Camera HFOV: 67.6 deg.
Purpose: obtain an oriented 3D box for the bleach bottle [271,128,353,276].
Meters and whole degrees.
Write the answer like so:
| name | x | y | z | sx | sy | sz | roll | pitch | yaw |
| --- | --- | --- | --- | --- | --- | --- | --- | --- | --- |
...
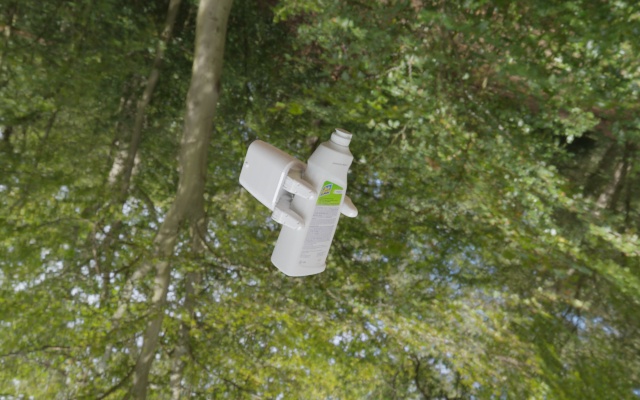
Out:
| name | x | y | z | sx | sy | sz | roll | pitch | yaw |
| --- | --- | --- | --- | --- | --- | --- | --- | --- | --- |
| bleach bottle | 0.000 | 0.003 | 0.795 | 0.068 | 0.251 | 0.102 | 34 | 22 | 36 |
